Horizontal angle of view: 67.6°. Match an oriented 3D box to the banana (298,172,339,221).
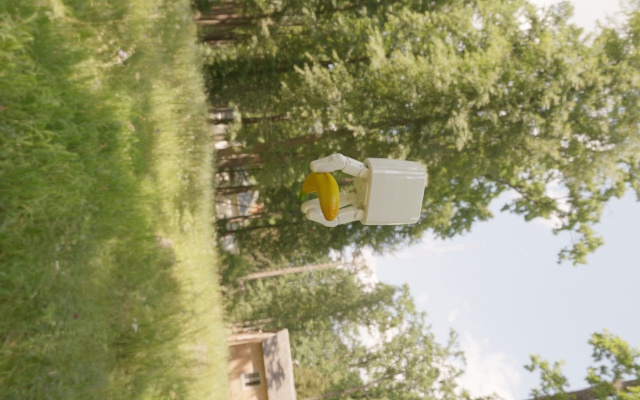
[{"bbox_3d":[0.003,-0.016,0.821,0.037,0.069,0.197,8,7,-15],"label":"banana"}]
